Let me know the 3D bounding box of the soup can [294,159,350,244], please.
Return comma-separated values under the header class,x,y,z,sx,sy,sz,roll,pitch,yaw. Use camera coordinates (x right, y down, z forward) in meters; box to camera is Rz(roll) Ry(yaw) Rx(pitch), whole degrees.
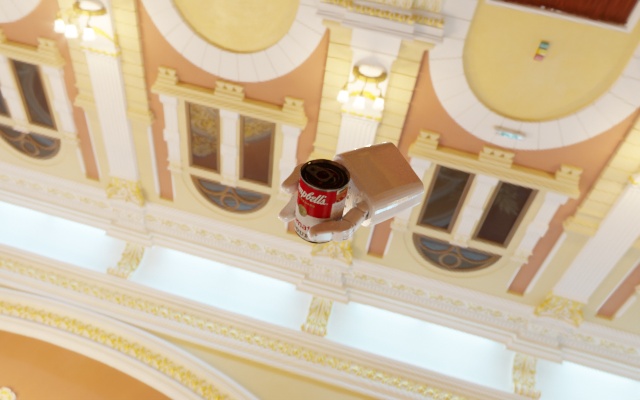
class,x,y,z,sx,sy,sz,roll,pitch,yaw
soup can,0.000,0.003,0.667,0.068,0.102,0.068,6,41,-5
